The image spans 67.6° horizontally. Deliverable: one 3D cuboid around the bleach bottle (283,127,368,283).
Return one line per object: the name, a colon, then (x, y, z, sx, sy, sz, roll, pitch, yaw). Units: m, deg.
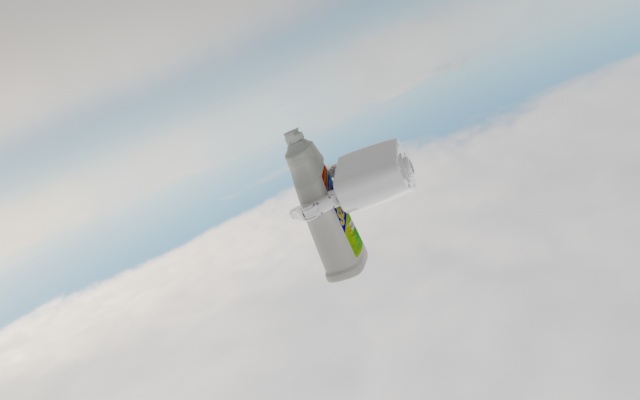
bleach bottle: (0.000, 0.003, 0.788, 0.068, 0.251, 0.102, -20, 12, 20)
